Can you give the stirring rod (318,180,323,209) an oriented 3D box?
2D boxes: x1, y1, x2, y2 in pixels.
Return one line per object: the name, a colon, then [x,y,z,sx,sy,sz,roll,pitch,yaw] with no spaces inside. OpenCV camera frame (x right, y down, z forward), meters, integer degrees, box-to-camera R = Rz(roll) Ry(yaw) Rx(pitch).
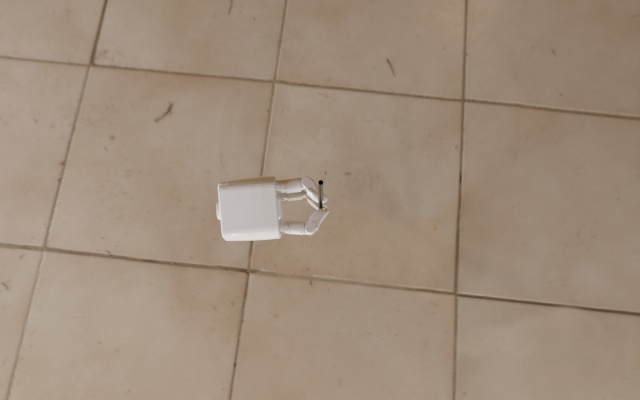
stirring rod: [0.000,0.003,0.854,0.011,0.011,0.239,0,-15,0]
